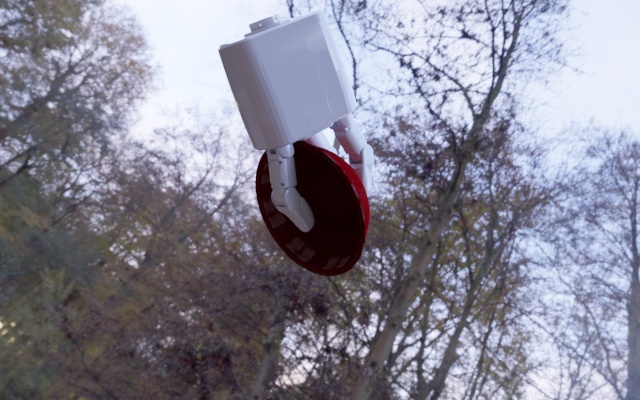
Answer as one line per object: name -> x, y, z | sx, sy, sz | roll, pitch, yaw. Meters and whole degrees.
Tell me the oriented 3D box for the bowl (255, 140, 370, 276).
bowl -> 0.000, 0.003, 0.540 | 0.162, 0.162, 0.055 | 0, 21, 44
